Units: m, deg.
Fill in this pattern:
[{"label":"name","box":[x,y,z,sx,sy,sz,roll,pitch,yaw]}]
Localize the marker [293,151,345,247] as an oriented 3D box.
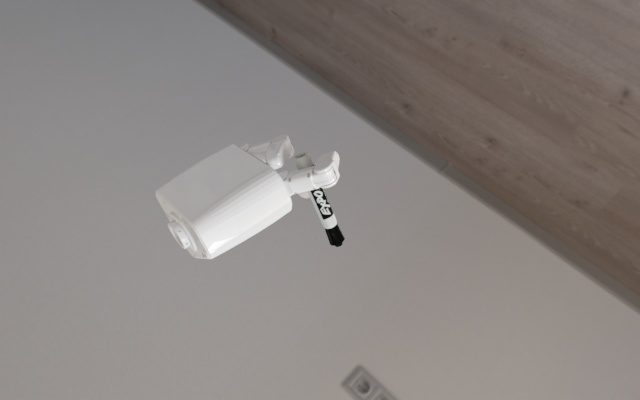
[{"label":"marker","box":[0.000,0.002,0.543,0.020,0.121,0.020,-19,23,9]}]
